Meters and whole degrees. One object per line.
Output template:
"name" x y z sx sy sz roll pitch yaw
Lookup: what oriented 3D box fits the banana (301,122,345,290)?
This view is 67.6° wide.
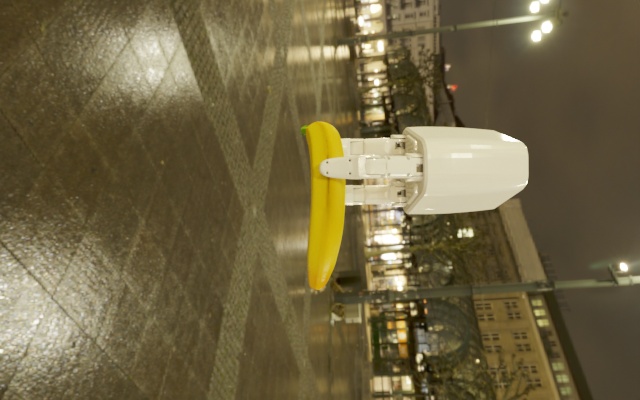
"banana" 0.004 -0.009 0.504 0.037 0.197 0.070 4 -25 -13
